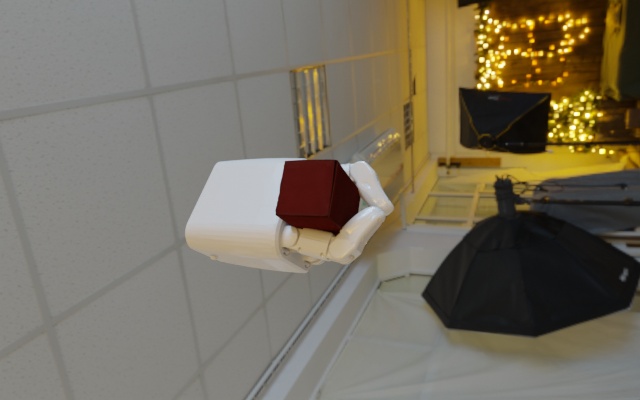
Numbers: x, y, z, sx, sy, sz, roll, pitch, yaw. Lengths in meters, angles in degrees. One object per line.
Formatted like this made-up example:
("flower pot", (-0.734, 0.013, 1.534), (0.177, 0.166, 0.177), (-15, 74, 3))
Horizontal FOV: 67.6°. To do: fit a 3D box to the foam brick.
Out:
("foam brick", (0.000, 0.001, 0.437), (0.051, 0.053, 0.078), (3, -19, 22))
